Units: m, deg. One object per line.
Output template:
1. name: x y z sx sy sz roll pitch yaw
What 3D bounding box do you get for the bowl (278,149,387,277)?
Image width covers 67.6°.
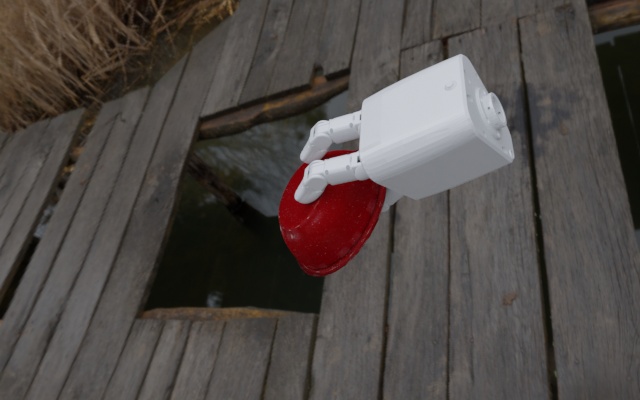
1. bowl: -0.001 0.002 0.546 0.055 0.162 0.162 28 -14 -28
